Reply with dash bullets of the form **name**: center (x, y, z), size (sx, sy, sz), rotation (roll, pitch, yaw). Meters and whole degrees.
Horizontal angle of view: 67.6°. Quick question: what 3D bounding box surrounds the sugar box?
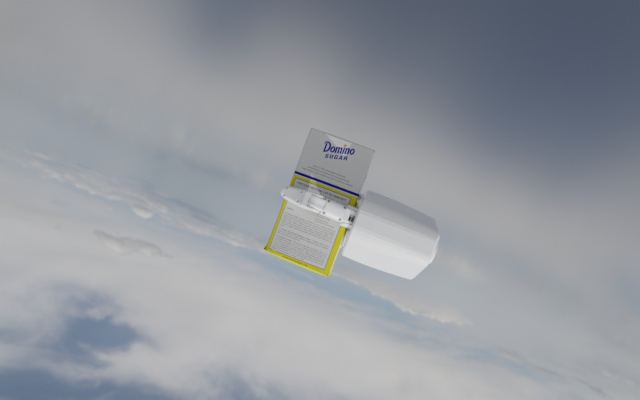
- **sugar box**: center (0.000, 0.002, 0.640), size (0.093, 0.176, 0.048), rotation (21, -4, 6)
